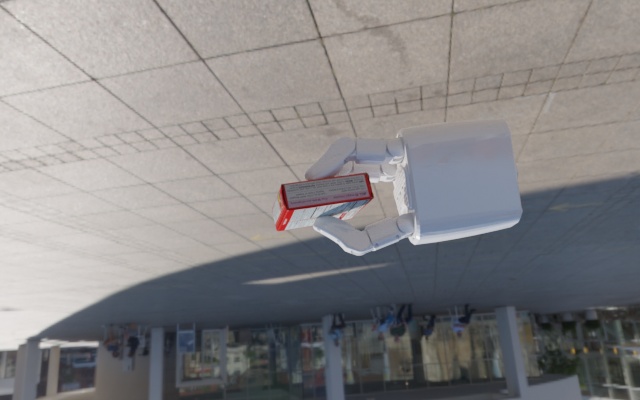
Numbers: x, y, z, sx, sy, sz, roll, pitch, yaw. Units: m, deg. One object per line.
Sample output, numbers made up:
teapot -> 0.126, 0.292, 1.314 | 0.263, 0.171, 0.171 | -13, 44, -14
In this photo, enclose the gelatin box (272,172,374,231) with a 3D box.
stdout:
gelatin box -> 0.000, 0.002, 0.481 | 0.089, 0.030, 0.073 | -9, -16, -16
